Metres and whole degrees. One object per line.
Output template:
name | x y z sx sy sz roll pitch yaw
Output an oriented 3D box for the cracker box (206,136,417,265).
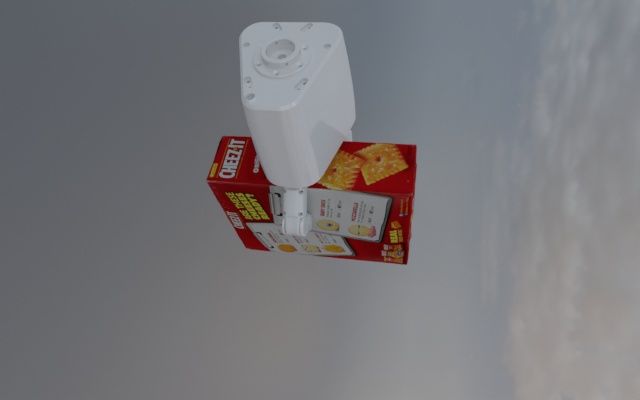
cracker box | 0.000 0.002 0.556 0.213 0.072 0.164 5 -31 11
